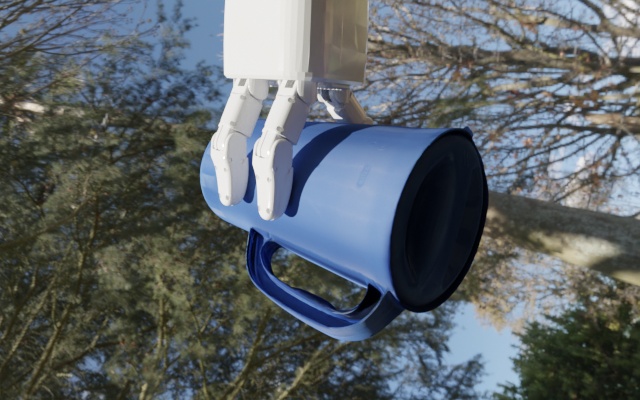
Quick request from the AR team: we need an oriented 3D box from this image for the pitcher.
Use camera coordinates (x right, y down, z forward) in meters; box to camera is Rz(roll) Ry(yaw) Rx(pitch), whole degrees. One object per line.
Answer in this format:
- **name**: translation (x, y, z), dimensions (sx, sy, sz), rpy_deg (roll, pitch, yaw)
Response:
- **pitcher**: translation (0.000, 0.001, 0.406), dimensions (0.243, 0.145, 0.149), rpy_deg (15, 20, 42)
